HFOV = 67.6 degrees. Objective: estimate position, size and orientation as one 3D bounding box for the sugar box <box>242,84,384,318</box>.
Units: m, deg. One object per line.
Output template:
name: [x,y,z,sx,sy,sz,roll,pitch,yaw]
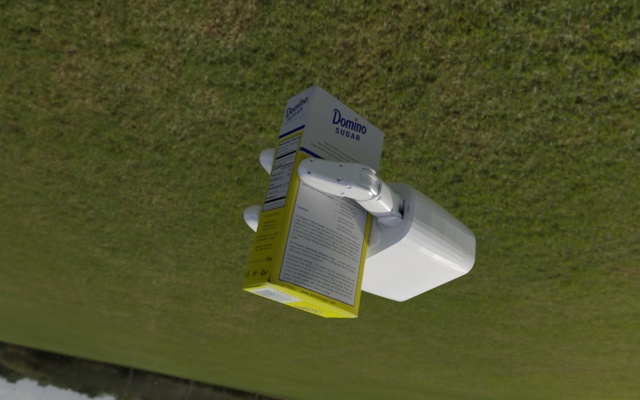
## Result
sugar box: [0.000,0.002,0.407,0.093,0.176,0.048,28,-30,-35]
